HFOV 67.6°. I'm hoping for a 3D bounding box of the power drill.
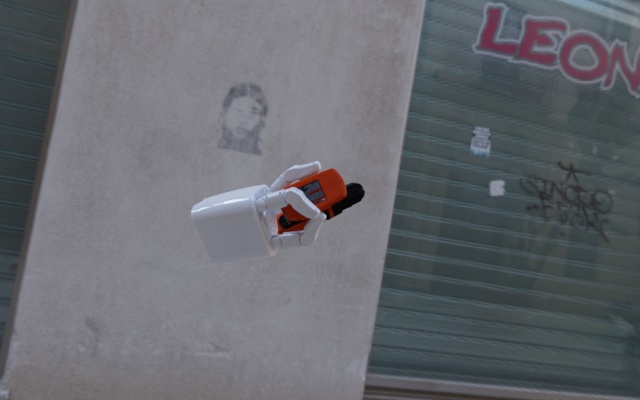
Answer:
[{"bbox_3d":[0.000,0.003,0.822,0.184,0.057,0.188,-26,-11,-6],"label":"power drill"}]
